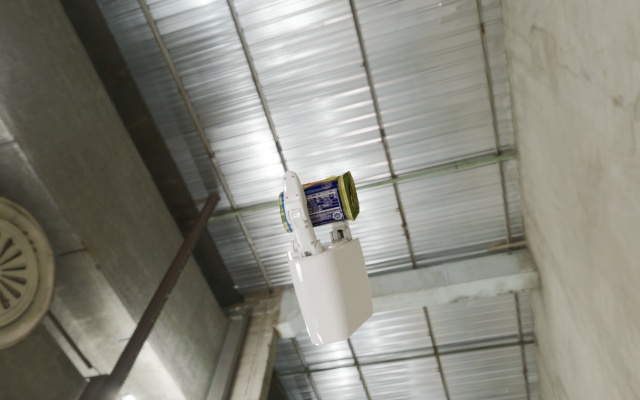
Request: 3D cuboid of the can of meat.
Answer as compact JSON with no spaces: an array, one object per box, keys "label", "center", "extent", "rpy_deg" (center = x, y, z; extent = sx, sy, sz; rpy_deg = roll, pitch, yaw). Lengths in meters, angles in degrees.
[{"label":"can of meat","center":[0.000,0.002,0.601],"extent":[0.084,0.057,0.102],"rpy_deg":[-14,5,11]}]
